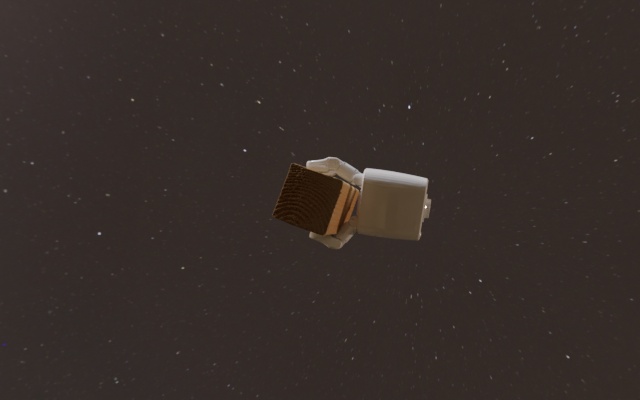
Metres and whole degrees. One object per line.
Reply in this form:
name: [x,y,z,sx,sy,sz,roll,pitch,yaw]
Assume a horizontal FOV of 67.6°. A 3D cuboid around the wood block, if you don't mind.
wood block: [0.000,0.003,0.821,0.090,0.091,0.206,20,1,12]
